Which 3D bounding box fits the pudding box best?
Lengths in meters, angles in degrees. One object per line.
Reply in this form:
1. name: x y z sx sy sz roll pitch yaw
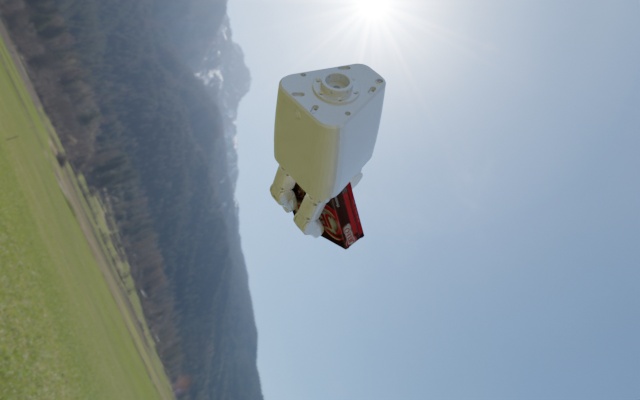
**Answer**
1. pudding box: 0.000 0.002 0.612 0.039 0.090 0.113 -31 32 -24
